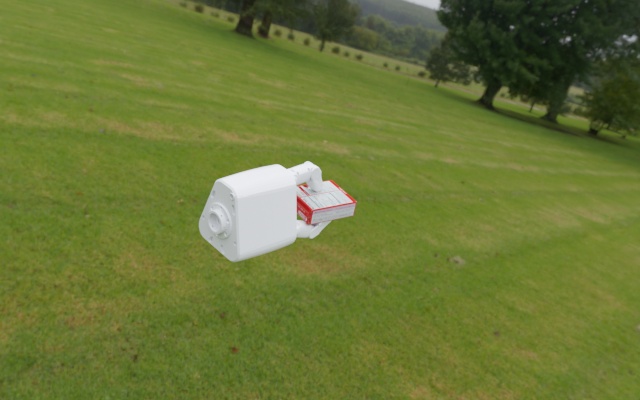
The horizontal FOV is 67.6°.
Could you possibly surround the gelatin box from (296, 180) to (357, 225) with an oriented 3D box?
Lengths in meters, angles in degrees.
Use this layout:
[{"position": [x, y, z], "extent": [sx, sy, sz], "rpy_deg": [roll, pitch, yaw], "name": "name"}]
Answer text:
[{"position": [0.000, 0.002, 0.755], "extent": [0.089, 0.030, 0.073], "rpy_deg": [-11, 37, -33], "name": "gelatin box"}]
